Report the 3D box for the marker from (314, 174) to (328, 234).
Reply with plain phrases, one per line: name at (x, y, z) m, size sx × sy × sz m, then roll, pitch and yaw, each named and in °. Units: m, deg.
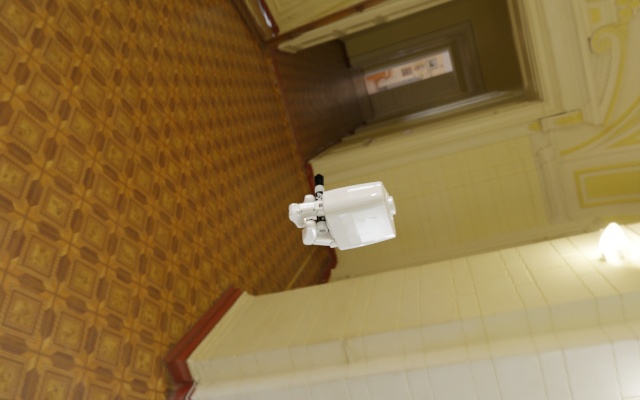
marker at (0.000, 0.003, 0.865) m, size 0.020 × 0.121 × 0.020 m, roll -3°, pitch -33°, yaw -2°
